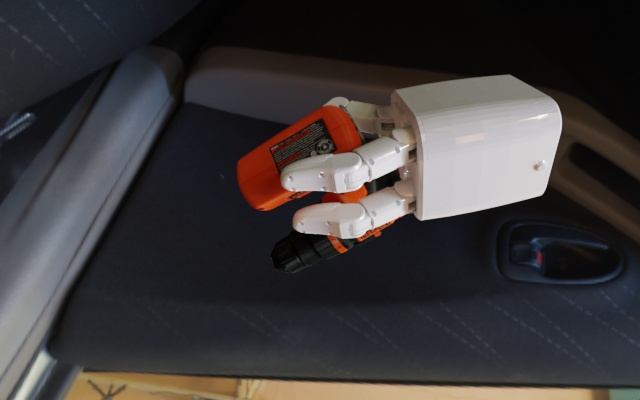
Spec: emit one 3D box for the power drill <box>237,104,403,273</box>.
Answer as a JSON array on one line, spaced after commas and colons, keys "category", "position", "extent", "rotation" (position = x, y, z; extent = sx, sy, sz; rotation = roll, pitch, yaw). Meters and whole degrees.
[{"category": "power drill", "position": [0.000, 0.001, 0.457], "extent": [0.184, 0.057, 0.188], "rotation": [-32, -28, 9]}]
